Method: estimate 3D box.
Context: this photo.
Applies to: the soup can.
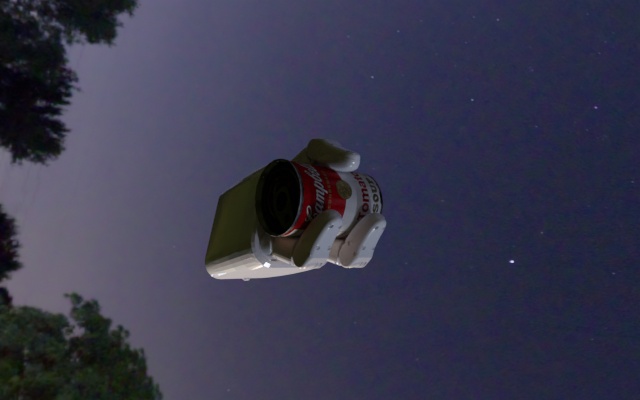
[{"bbox_3d":[0.001,0.001,0.446,0.102,0.068,0.068,6,-4,-40],"label":"soup can"}]
